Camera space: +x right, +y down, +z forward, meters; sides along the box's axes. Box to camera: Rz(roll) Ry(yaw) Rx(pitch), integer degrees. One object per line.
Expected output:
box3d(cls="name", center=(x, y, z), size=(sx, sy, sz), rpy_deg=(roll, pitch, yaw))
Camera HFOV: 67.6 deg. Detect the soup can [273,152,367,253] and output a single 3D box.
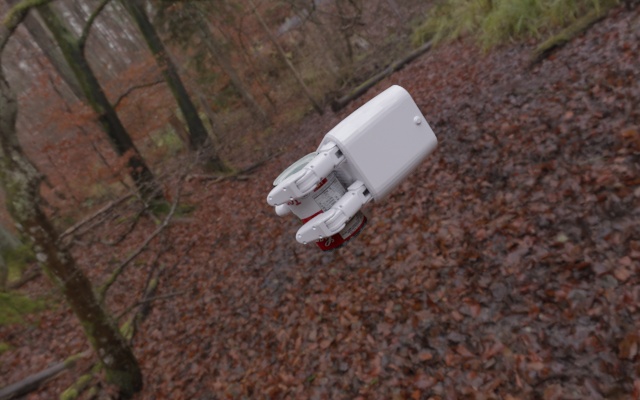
box3d(cls="soup can", center=(0.000, 0.002, 0.567), size=(0.068, 0.102, 0.068), rpy_deg=(-34, 15, 10))
